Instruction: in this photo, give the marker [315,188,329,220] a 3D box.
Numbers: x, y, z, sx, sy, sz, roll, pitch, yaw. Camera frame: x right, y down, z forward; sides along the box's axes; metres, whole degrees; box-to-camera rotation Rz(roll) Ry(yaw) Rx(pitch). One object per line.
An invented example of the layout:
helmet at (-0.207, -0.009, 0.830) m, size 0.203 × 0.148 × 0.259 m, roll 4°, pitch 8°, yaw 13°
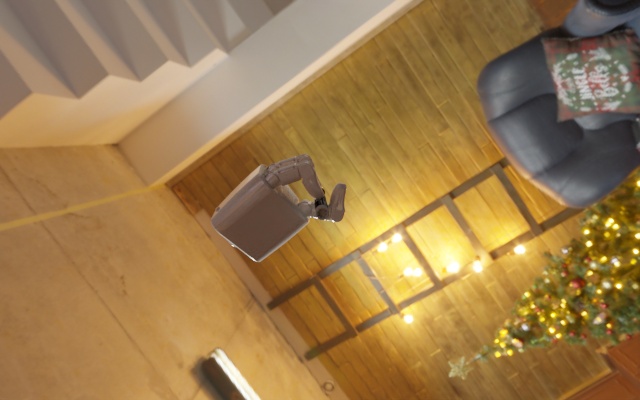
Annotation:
marker at (0.000, 0.002, 0.712) m, size 0.020 × 0.020 × 0.121 m, roll 0°, pitch 16°, yaw -3°
